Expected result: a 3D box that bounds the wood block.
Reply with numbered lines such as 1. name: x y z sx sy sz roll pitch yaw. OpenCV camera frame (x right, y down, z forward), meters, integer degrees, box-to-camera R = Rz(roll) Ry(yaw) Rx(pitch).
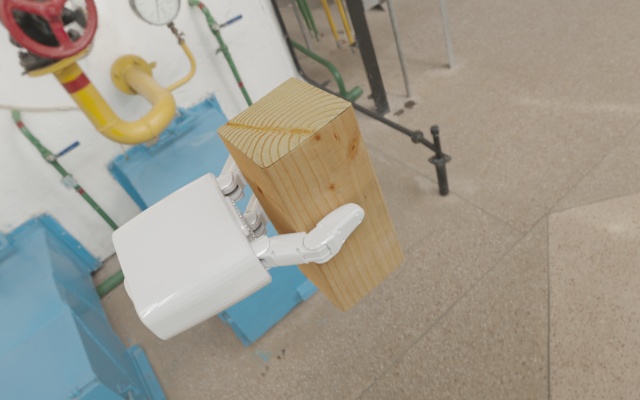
1. wood block: 0.000 0.002 0.460 0.090 0.206 0.090 -38 44 -14
